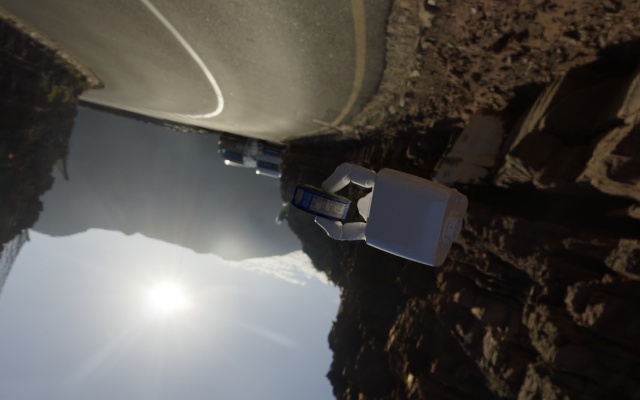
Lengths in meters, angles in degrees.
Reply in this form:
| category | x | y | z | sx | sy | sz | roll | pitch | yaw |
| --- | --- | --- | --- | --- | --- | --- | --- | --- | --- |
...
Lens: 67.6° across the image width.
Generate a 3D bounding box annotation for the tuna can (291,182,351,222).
| category | x | y | z | sx | sy | sz | roll | pitch | yaw |
| --- | --- | --- | --- | --- | --- | --- | --- | --- | --- |
| tuna can | 0.000 | 0.003 | 0.712 | 0.086 | 0.034 | 0.086 | 18 | 6 | -2 |
